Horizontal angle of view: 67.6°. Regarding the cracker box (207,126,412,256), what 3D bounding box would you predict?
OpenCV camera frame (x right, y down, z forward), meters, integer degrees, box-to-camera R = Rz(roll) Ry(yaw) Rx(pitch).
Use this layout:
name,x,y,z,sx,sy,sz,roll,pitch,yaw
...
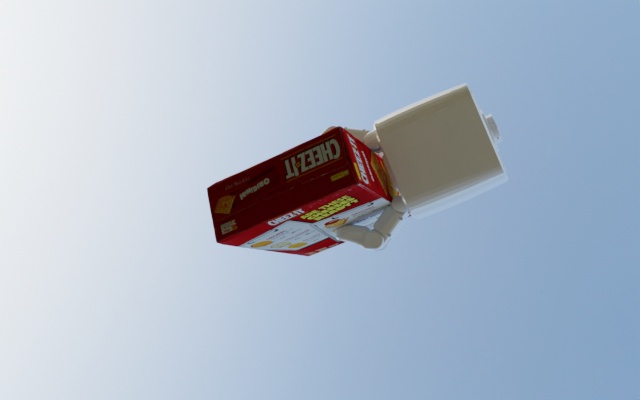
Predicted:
name,x,y,z,sx,sy,sz,roll,pitch,yaw
cracker box,0.000,0.002,0.557,0.164,0.072,0.214,-23,-19,19
